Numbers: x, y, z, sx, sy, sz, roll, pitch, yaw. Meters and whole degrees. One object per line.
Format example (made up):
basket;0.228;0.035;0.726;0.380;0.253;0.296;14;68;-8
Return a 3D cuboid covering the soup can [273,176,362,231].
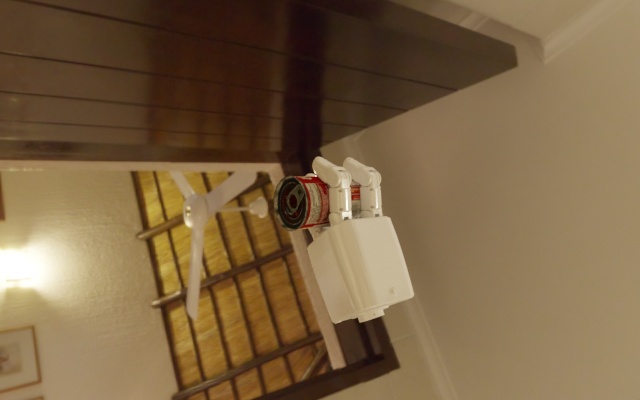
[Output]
soup can;0.000;0.002;0.617;0.102;0.068;0.068;-3;2;-41
